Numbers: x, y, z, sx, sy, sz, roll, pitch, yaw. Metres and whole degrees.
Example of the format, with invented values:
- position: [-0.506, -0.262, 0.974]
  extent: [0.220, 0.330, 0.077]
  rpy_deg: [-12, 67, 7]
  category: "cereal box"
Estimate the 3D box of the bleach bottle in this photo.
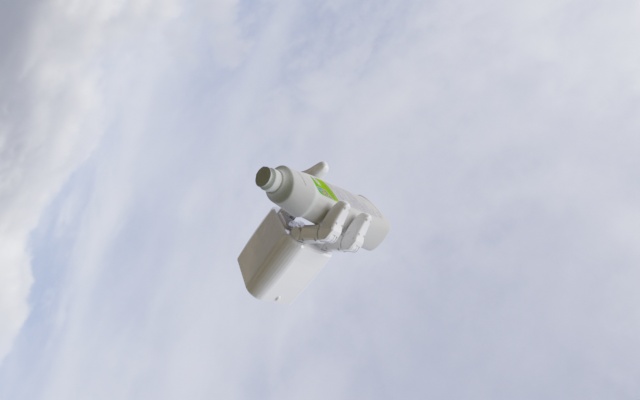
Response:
- position: [0.000, 0.002, 0.698]
  extent: [0.251, 0.068, 0.102]
  rpy_deg: [26, 16, -47]
  category: "bleach bottle"
